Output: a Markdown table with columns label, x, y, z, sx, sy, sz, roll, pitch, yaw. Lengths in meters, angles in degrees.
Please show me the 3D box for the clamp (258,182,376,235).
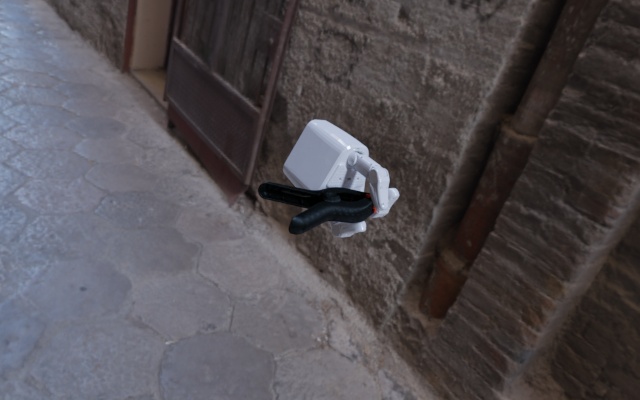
| label | x | y | z | sx | sy | sz | roll | pitch | yaw |
| --- | --- | --- | --- | --- | --- | --- | --- | --- | --- |
| clamp | 0.000 | 0.002 | 0.666 | 0.171 | 0.039 | 0.120 | -4 | 35 | -39 |
